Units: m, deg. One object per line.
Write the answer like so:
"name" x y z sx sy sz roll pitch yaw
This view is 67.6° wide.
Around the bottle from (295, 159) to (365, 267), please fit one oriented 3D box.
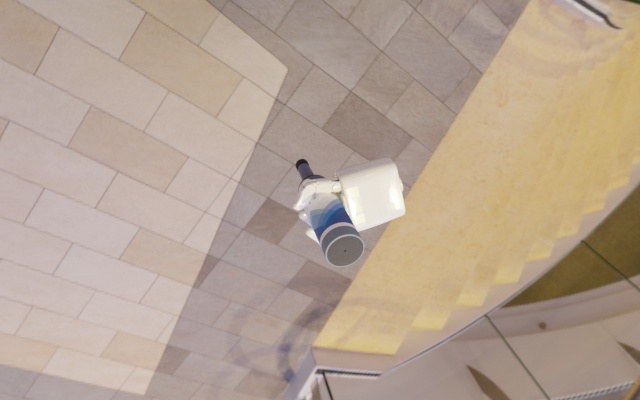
"bottle" 0.000 0.003 0.882 0.069 0.069 0.295 0 32 -19
